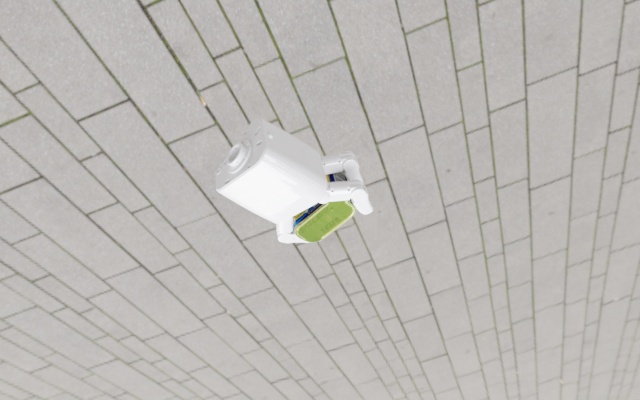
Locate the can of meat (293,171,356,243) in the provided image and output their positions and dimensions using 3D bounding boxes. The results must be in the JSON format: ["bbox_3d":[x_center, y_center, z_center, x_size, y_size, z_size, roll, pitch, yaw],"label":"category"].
[{"bbox_3d":[0.000,0.003,0.712,0.102,0.083,0.057,-40,-51,24],"label":"can of meat"}]
